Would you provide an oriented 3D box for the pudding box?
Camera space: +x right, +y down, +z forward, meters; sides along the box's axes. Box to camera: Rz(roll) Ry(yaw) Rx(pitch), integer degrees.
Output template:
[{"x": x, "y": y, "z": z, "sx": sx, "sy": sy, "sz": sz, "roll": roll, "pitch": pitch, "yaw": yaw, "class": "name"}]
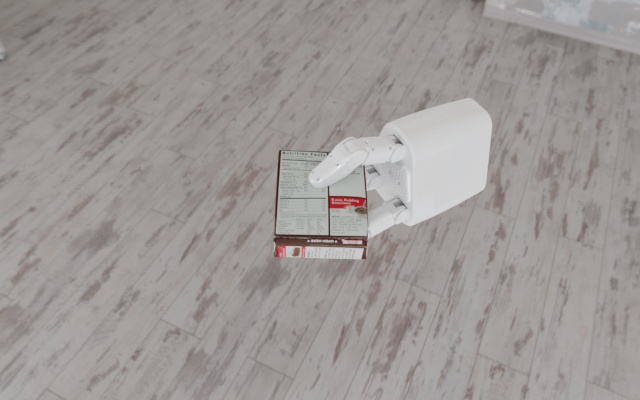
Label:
[{"x": 0.000, "y": 0.001, "z": 0.471, "sx": 0.090, "sy": 0.113, "sz": 0.039, "roll": 1, "pitch": -40, "yaw": -1, "class": "pudding box"}]
